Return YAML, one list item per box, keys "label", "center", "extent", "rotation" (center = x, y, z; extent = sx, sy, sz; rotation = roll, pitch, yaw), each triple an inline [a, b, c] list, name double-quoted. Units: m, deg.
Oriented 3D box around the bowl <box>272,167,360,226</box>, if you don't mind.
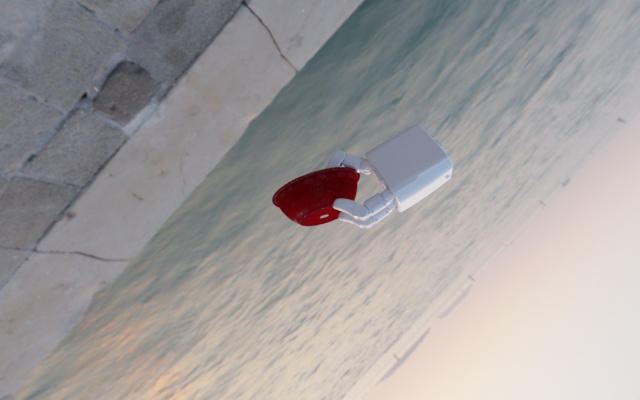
- label: "bowl"
  center: [-0.001, 0.004, 0.830]
  extent: [0.162, 0.055, 0.162]
  rotation: [-16, -18, -5]
